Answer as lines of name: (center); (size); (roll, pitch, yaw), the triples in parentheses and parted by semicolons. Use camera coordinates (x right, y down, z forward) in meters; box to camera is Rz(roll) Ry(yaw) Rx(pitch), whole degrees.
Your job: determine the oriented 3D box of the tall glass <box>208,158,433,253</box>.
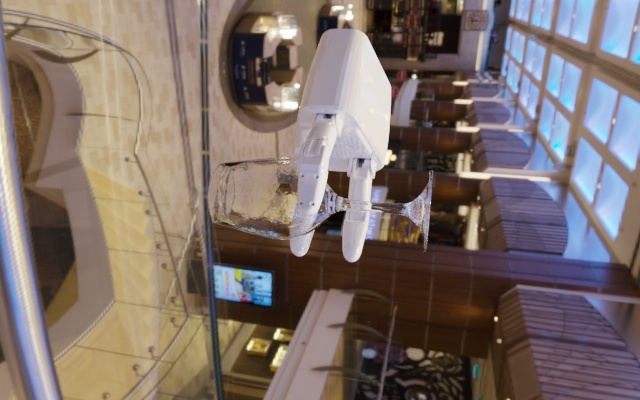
tall glass: (0.001, 0.002, 0.447); (0.201, 0.079, 0.079); (5, 1, 12)
